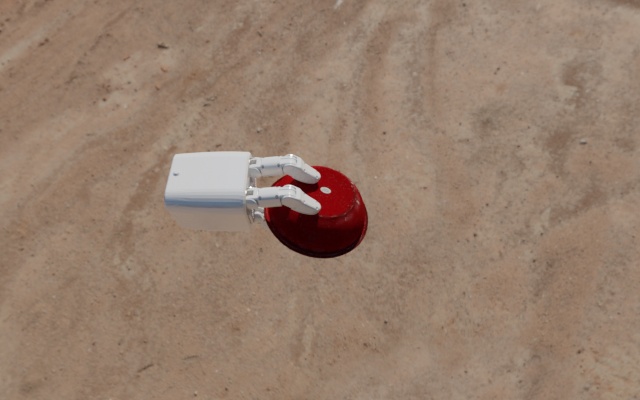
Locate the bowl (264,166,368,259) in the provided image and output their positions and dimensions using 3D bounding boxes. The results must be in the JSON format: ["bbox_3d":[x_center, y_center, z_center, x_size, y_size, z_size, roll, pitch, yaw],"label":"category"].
[{"bbox_3d":[0.001,0.002,0.700,0.162,0.162,0.055,0,-36,-16],"label":"bowl"}]
